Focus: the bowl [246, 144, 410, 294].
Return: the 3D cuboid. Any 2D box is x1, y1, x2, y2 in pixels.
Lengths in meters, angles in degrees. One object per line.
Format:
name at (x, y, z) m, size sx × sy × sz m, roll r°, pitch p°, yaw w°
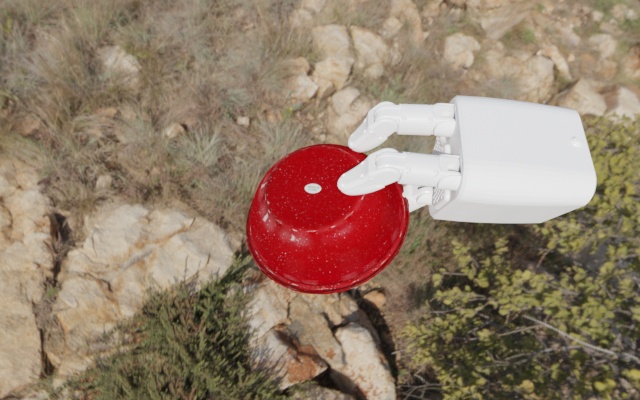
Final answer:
bowl at (-0.001, 0.002, 0.443) m, size 0.162 × 0.162 × 0.055 m, roll 0°, pitch -32°, yaw 13°
